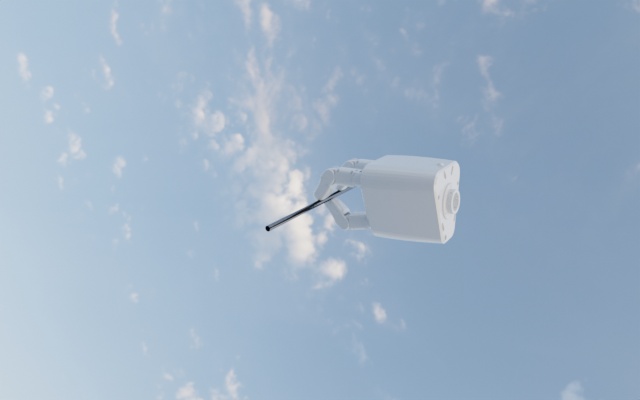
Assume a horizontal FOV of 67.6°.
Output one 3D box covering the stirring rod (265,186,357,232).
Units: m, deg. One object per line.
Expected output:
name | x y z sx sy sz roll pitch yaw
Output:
stirring rod | 0.000 0.002 0.701 0.011 0.011 0.239 0 16 36
